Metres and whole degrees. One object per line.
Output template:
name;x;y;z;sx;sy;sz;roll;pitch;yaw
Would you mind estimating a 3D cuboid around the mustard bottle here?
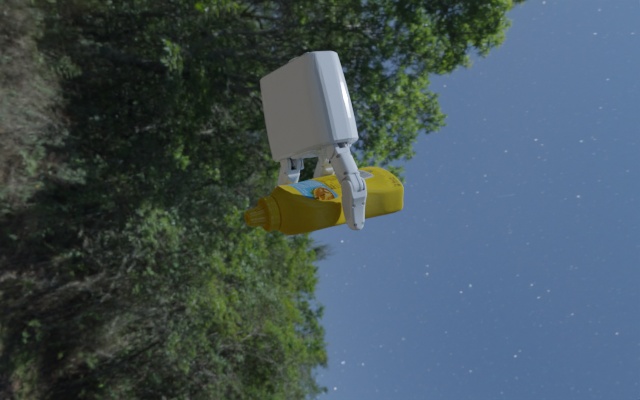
mustard bottle;0.000;0.002;0.584;0.191;0.058;0.096;-12;23;-27
